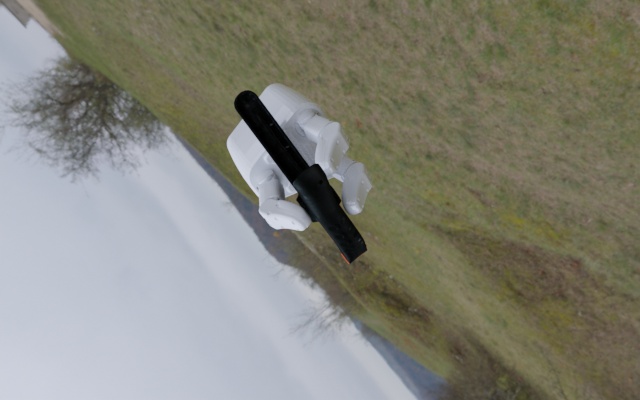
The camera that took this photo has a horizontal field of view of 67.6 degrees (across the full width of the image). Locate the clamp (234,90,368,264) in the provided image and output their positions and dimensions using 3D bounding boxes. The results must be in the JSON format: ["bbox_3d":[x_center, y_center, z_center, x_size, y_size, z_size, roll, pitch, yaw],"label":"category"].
[{"bbox_3d":[0.000,0.002,0.455,0.036,0.210,0.164,-36,36,-1],"label":"clamp"}]
